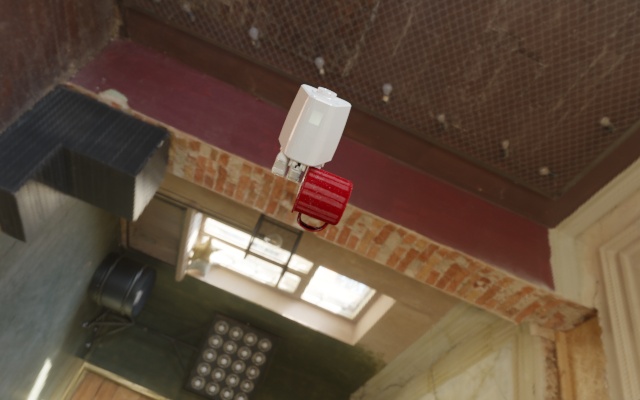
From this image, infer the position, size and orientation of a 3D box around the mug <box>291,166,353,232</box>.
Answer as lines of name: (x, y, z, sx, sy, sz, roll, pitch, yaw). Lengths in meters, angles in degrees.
mug: (0.000, 0.004, 0.820, 0.081, 0.117, 0.093, 21, 20, -2)
